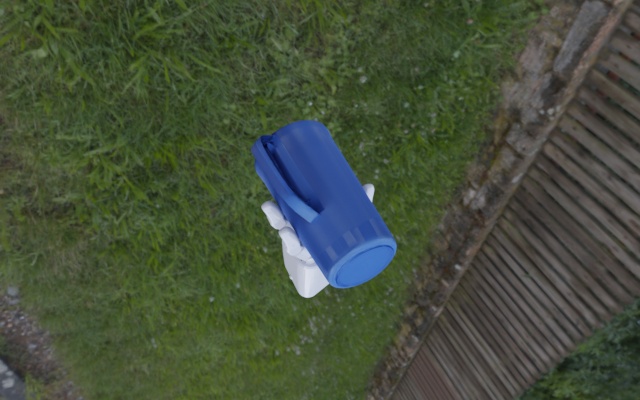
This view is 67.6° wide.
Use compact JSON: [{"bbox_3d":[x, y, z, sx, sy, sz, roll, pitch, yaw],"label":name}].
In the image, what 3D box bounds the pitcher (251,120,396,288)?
[{"bbox_3d":[0.000,0.002,0.702,0.149,0.242,0.145,-19,-35,-20],"label":"pitcher"}]
